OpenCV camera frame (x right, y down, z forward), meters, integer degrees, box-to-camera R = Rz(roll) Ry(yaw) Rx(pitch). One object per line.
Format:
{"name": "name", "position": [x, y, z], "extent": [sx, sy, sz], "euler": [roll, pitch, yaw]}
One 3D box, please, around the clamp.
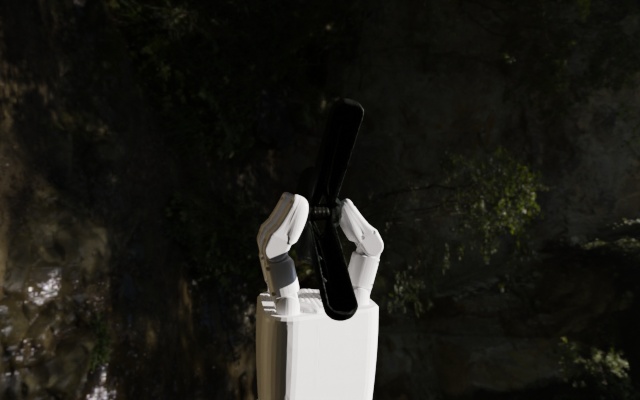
{"name": "clamp", "position": [0.001, 0.002, 0.438], "extent": [0.036, 0.164, 0.210], "euler": [4, 2, -12]}
